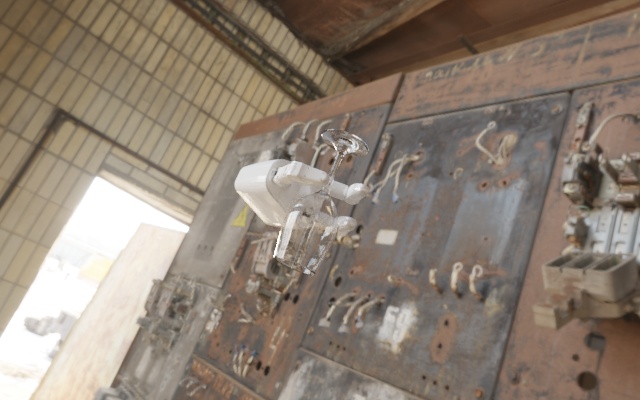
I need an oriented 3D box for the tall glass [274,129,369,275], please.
[{"bbox_3d":[0.000,0.002,0.681,0.079,0.201,0.079,20,-17,7],"label":"tall glass"}]
